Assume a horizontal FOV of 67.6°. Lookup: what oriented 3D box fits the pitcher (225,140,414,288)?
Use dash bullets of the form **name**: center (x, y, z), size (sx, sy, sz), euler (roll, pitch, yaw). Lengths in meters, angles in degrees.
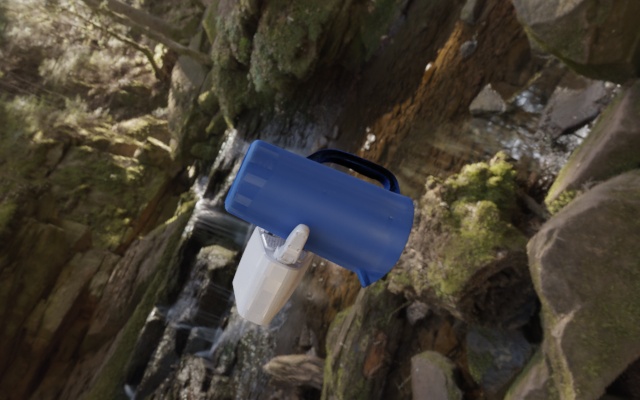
- **pitcher**: center (0.000, 0.002, 0.673), size (0.243, 0.145, 0.149), euler (24, 17, -9)
